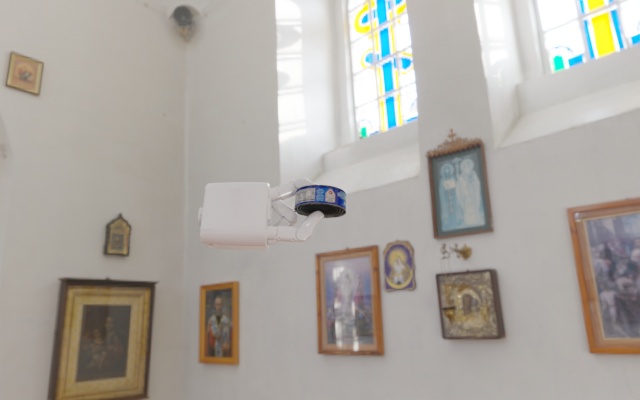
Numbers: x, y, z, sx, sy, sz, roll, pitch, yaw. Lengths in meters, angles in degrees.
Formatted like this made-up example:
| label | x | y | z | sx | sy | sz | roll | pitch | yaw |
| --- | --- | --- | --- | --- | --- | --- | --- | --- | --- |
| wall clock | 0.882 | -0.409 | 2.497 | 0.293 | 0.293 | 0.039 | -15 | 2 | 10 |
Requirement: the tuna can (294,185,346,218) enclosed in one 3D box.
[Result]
| label | x | y | z | sx | sy | sz | roll | pitch | yaw |
| --- | --- | --- | --- | --- | --- | --- | --- | --- | --- |
| tuna can | 0.000 | 0.002 | 0.788 | 0.086 | 0.033 | 0.086 | 3 | -17 | 1 |
